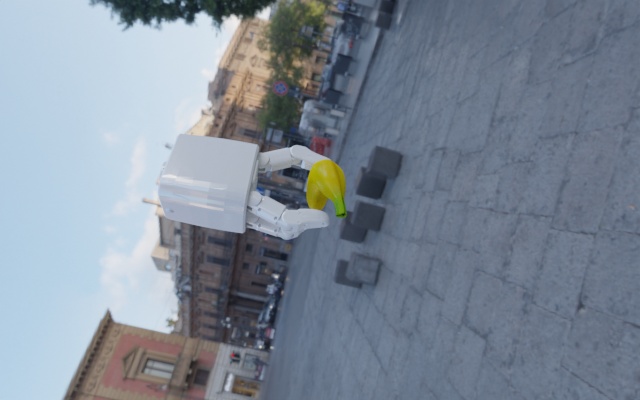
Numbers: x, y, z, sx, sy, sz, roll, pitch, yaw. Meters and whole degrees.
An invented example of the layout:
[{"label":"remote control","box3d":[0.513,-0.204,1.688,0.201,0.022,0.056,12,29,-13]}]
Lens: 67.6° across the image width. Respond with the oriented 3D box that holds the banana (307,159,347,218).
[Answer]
[{"label":"banana","box3d":[0.002,-0.017,0.611,0.037,0.069,0.198,6,0,-7]}]
